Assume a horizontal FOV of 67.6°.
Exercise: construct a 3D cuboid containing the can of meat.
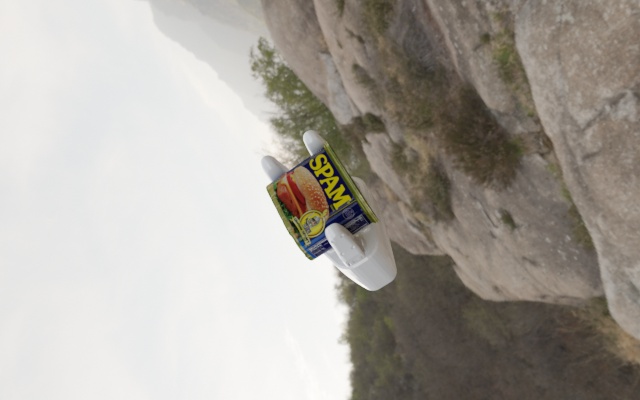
[{"bbox_3d":[0.000,0.002,0.511,0.084,0.102,0.057,-33,-31,6],"label":"can of meat"}]
